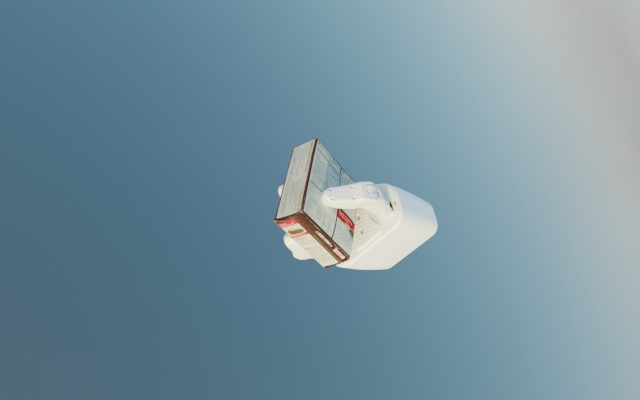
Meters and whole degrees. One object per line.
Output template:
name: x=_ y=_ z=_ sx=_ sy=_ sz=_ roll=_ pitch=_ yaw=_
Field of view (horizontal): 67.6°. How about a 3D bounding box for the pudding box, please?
pudding box: x=0.000 y=0.002 z=0.517 sx=0.039 sy=0.113 sz=0.090 roll=-23 pitch=-52 yaw=30
